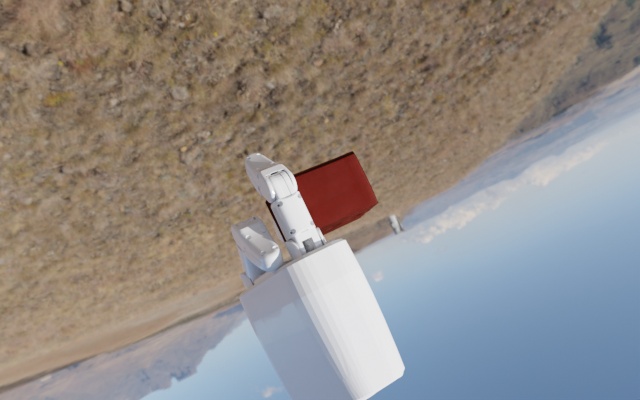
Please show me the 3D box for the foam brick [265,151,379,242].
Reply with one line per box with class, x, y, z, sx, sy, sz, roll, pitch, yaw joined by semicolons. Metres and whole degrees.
foam brick;0.000;0.001;0.414;0.078;0.051;0.053;-24;-11;-22
